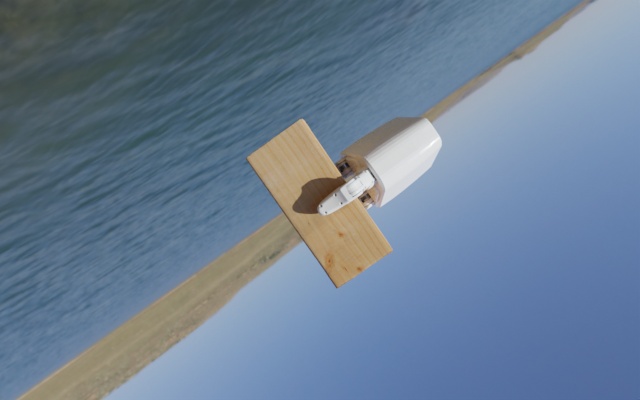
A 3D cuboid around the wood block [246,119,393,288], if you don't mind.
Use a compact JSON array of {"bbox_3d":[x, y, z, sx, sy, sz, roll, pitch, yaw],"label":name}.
[{"bbox_3d":[0.000,0.002,0.651,0.090,0.206,0.091,-35,1,4],"label":"wood block"}]
